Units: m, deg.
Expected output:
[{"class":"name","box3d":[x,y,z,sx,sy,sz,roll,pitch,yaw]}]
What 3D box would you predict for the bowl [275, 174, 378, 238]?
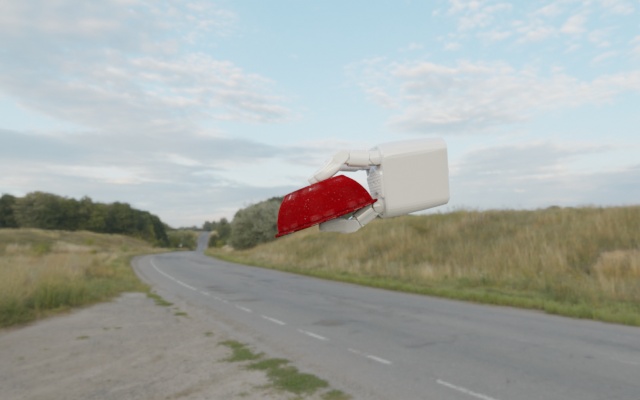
[{"class":"bowl","box3d":[-0.001,0.002,0.701,0.162,0.055,0.162,-20,0,0]}]
